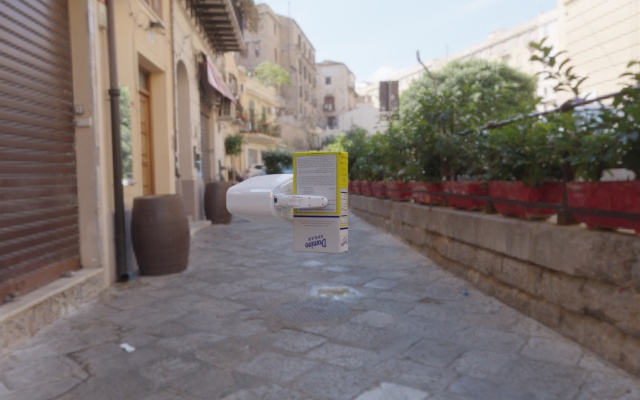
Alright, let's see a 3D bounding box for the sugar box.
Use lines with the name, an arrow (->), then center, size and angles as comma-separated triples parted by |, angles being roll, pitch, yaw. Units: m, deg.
sugar box -> 0.000, 0.003, 0.842 | 0.093, 0.176, 0.048 | 1, 3, 26
